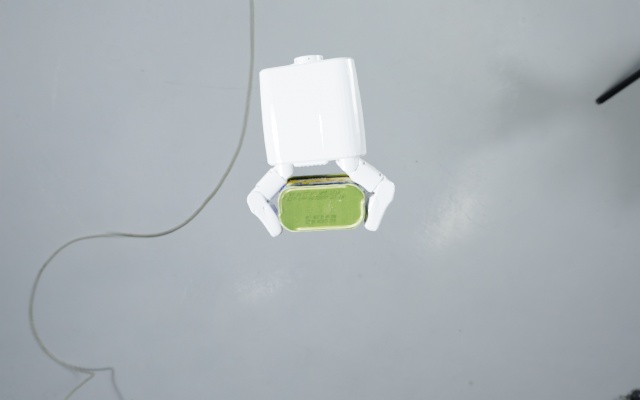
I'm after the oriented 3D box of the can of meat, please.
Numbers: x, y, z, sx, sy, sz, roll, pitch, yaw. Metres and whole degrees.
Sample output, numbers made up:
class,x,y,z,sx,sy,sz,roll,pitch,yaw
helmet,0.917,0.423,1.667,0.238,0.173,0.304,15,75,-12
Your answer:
class,x,y,z,sx,sy,sz,roll,pitch,yaw
can of meat,0.000,0.002,0.560,0.102,0.057,0.084,-3,9,-1
